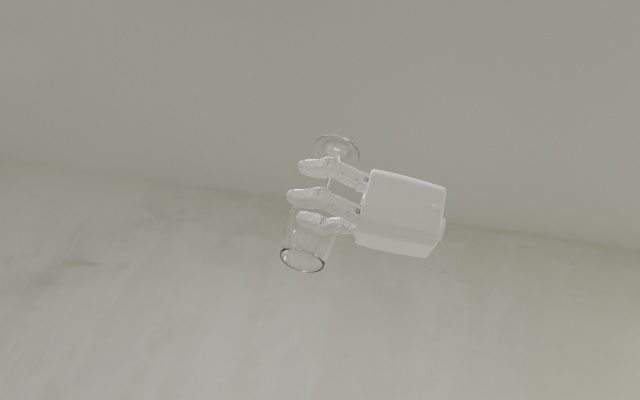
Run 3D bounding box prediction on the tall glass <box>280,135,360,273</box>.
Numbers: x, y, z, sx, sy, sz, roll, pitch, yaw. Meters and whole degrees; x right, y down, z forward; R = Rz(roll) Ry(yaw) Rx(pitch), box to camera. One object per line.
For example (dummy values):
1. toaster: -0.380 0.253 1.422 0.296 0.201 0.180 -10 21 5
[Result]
1. tall glass: 0.000 0.002 0.692 0.079 0.201 0.079 12 -34 9
